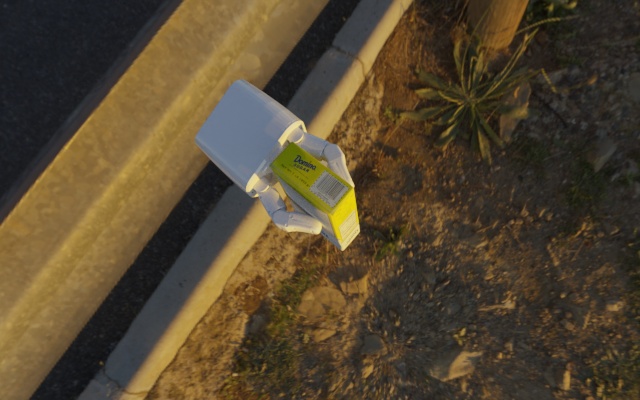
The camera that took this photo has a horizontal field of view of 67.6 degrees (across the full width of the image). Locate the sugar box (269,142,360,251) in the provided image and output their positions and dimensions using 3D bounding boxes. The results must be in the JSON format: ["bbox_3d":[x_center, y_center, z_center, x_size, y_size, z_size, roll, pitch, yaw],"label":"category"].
[{"bbox_3d":[0.000,0.001,0.595,0.093,0.048,0.176,39,-8,16],"label":"sugar box"}]
